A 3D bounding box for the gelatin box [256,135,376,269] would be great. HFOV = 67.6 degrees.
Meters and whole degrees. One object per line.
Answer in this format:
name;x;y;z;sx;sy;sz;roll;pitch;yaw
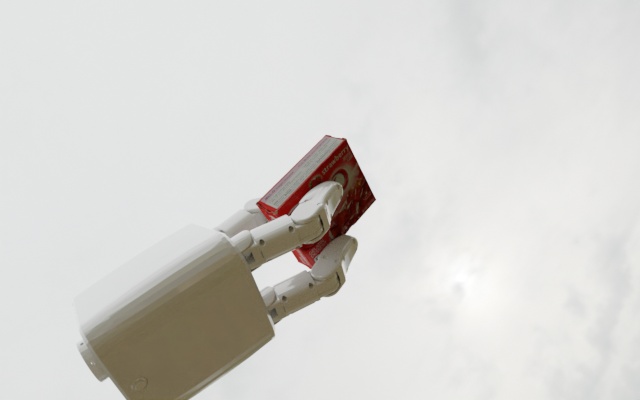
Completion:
gelatin box;0.000;0.001;0.401;0.030;0.089;0.073;21;-29;46
